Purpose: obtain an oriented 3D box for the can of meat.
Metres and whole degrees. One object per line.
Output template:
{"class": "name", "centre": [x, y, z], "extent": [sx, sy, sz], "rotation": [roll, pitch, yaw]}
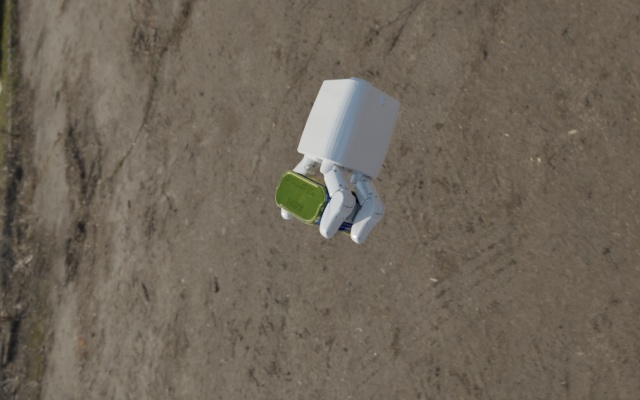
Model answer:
{"class": "can of meat", "centre": [0.000, 0.002, 0.638], "extent": [0.084, 0.057, 0.102], "rotation": [16, 8, -43]}
